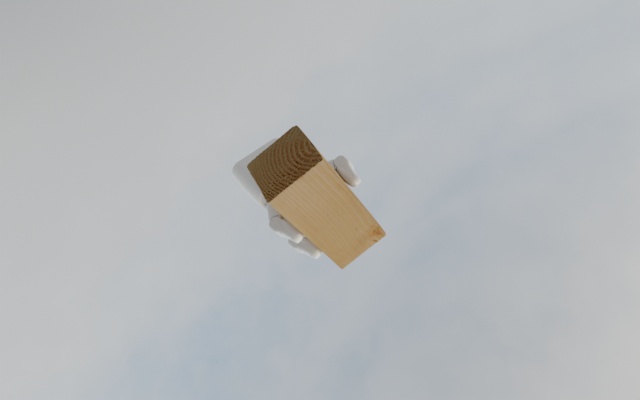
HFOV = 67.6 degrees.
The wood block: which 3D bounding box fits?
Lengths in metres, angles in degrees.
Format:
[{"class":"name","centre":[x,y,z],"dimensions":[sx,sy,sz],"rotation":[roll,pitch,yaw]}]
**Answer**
[{"class":"wood block","centre":[0.000,0.002,0.688],"dimensions":[0.206,0.091,0.090],"rotation":[46,6,-46]}]
